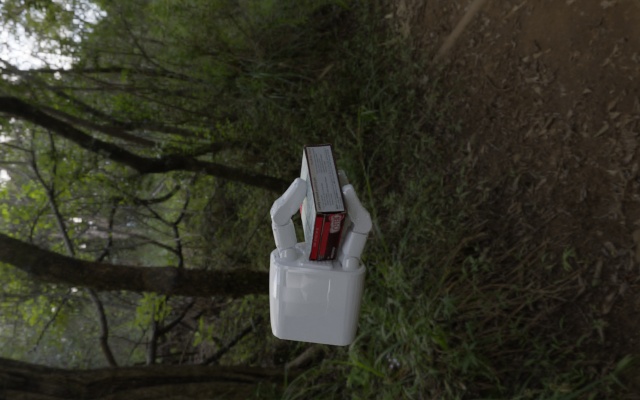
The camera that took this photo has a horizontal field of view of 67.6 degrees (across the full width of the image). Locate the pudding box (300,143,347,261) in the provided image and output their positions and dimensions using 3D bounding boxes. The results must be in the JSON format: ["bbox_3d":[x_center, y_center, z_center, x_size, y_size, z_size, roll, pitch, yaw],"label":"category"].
[{"bbox_3d":[0.000,0.002,0.569,0.039,0.113,0.090,-3,-41,-12],"label":"pudding box"}]
